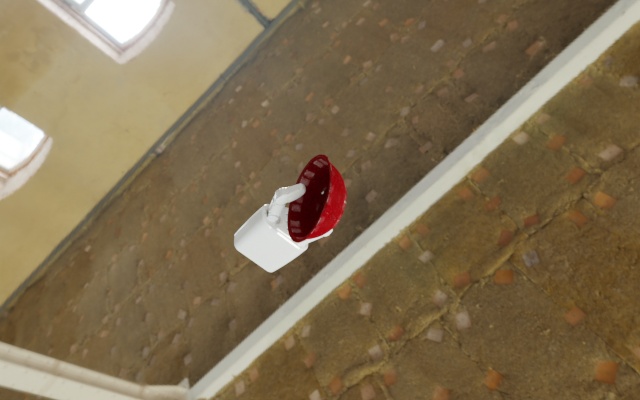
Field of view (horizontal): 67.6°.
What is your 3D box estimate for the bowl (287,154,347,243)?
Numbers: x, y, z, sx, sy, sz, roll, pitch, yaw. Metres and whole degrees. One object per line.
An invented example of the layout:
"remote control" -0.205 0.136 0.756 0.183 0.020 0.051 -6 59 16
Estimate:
"bowl" 0.001 0.002 0.845 0.055 0.162 0.162 18 -7 -23
